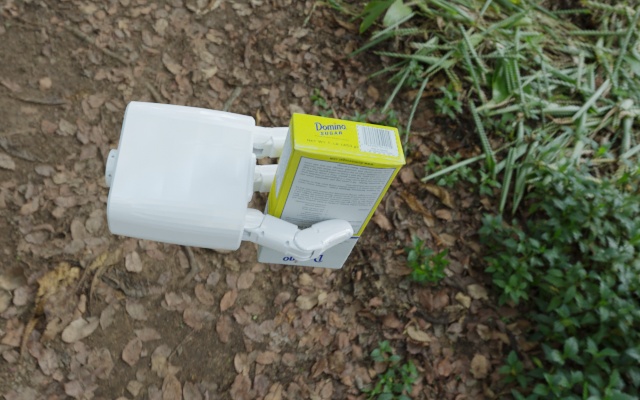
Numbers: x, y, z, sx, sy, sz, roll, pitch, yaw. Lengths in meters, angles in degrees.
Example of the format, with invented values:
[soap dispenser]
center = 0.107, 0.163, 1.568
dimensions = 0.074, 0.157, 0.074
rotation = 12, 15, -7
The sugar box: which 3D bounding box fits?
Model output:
[sugar box]
center = 0.000, 0.001, 0.443
dimensions = 0.093, 0.048, 0.176
rotation = 7, -35, -14
